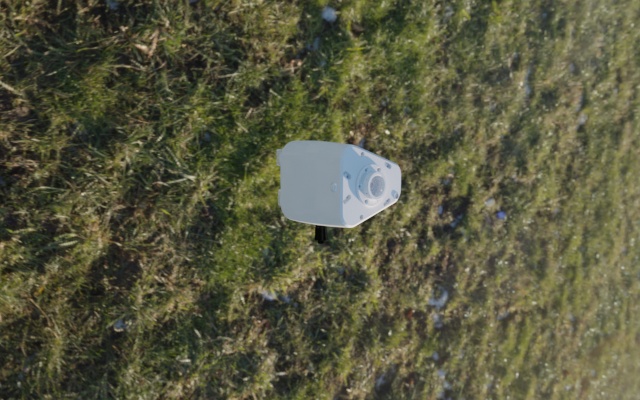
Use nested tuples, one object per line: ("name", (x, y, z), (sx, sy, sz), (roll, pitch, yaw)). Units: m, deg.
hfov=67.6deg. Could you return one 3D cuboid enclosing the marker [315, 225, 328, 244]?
("marker", (0.000, 0.002, 0.680), (0.020, 0.121, 0.020), (-1, 8, 0))
